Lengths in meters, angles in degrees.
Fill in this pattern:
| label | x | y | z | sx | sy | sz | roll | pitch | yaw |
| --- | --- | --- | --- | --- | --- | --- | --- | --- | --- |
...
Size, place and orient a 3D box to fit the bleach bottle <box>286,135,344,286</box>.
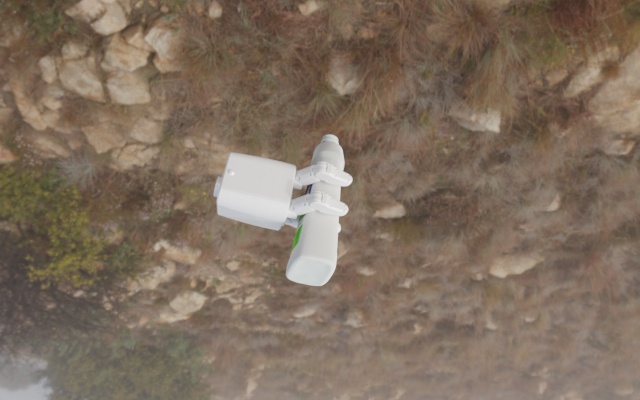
| label | x | y | z | sx | sy | sz | roll | pitch | yaw |
| --- | --- | --- | --- | --- | --- | --- | --- | --- | --- |
| bleach bottle | 0.000 | 0.003 | 0.774 | 0.068 | 0.250 | 0.103 | 14 | -33 | -8 |
